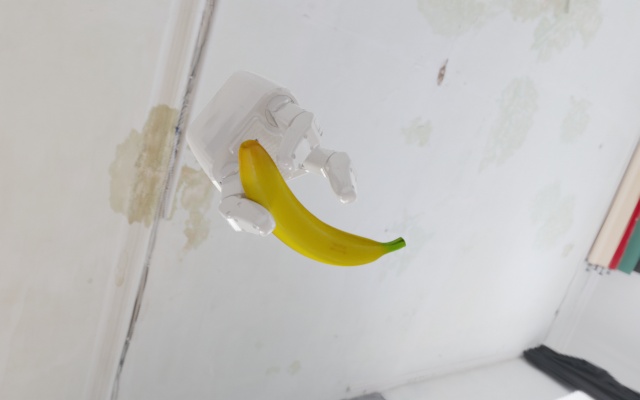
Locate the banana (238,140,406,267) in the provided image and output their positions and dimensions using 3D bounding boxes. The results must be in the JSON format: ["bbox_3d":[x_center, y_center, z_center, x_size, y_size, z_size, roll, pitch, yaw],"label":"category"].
[{"bbox_3d":[-0.009,0.017,0.438,0.198,0.069,0.037,31,13,-33],"label":"banana"}]
